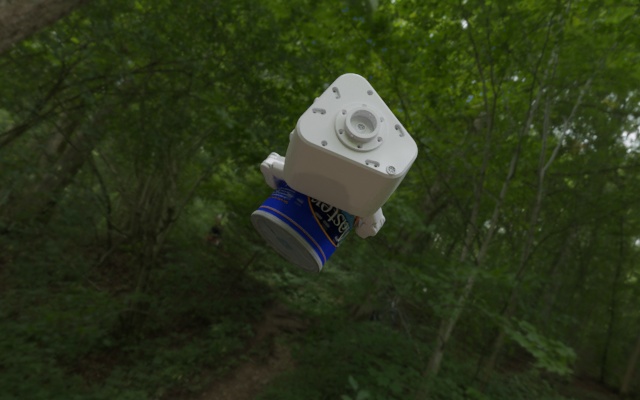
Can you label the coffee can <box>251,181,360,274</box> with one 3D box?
[{"bbox_3d":[0.000,0.002,0.577,0.103,0.140,0.103,34,-22,16],"label":"coffee can"}]
